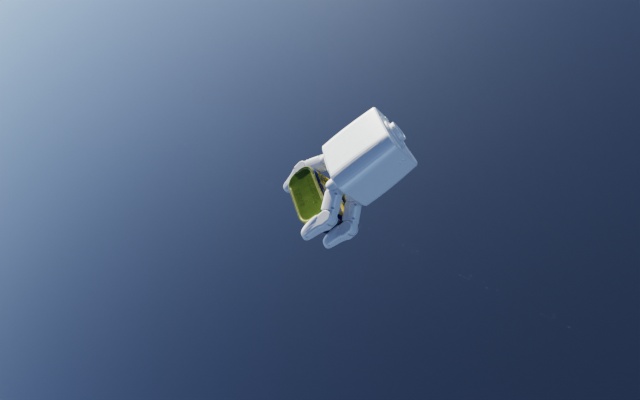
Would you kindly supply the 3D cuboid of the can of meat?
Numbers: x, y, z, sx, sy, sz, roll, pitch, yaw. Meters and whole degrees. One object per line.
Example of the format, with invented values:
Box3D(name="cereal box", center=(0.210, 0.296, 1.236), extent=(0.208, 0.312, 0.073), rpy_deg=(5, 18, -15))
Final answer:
Box3D(name="can of meat", center=(0.000, 0.002, 0.770), extent=(0.057, 0.102, 0.084), rpy_deg=(-35, -36, 20))
